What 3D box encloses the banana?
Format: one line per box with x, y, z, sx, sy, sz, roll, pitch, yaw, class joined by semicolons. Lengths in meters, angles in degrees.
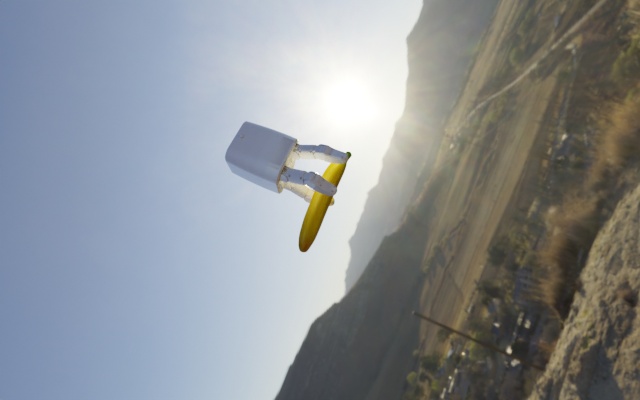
0.001;0.001;0.875;0.037;0.198;0.069;23;-4;1;banana
